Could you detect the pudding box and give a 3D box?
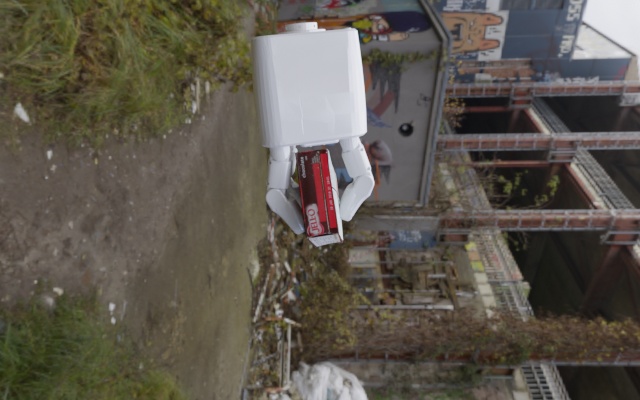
[{"bbox_3d":[0.000,0.002,0.526,0.039,0.090,0.113,-7,-11,5],"label":"pudding box"}]
